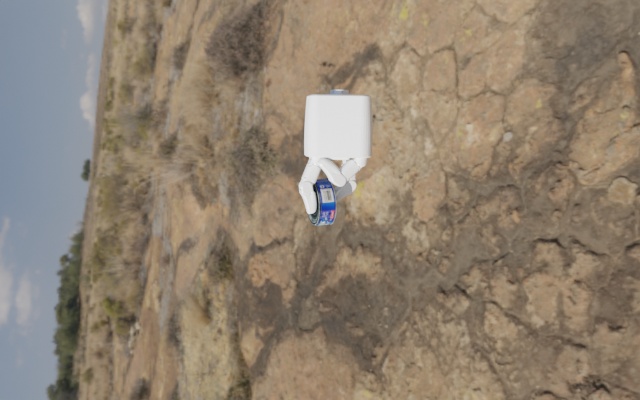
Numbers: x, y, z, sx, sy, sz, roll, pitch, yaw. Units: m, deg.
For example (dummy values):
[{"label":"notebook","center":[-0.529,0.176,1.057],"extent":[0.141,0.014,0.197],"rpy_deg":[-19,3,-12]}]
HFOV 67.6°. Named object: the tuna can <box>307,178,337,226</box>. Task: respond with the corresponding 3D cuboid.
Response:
[{"label":"tuna can","center":[0.000,0.003,0.875],"extent":[0.034,0.086,0.086],"rpy_deg":[-5,2,-19]}]
